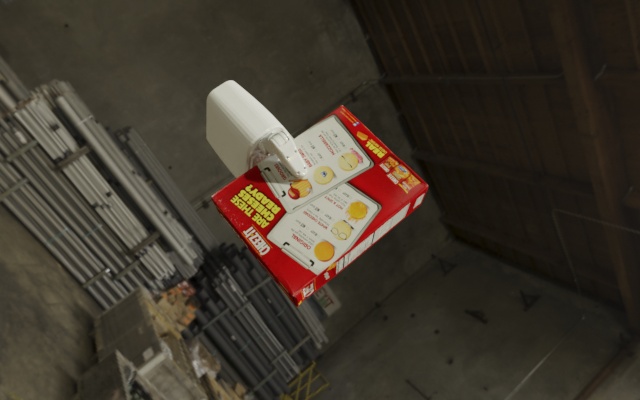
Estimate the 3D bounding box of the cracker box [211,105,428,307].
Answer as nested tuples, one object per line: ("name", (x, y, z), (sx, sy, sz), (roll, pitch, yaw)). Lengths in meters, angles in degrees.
("cracker box", (0.000, 0.002, 0.606), (0.213, 0.164, 0.072), (-38, -21, -15))
